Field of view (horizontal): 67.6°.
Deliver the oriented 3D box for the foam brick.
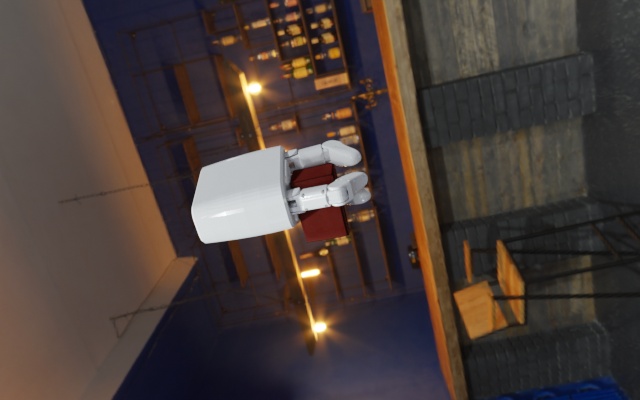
[{"bbox_3d":[0.000,0.002,0.562,0.051,0.078,0.053,-13,19,5],"label":"foam brick"}]
